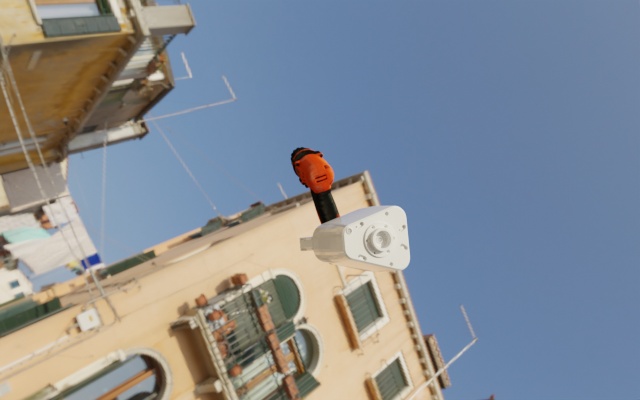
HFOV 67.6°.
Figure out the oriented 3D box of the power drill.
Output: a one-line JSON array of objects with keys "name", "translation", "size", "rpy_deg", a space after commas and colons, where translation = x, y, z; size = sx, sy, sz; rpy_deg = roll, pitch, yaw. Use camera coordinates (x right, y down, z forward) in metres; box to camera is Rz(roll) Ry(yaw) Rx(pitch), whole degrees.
[{"name": "power drill", "translation": [0.000, 0.003, 0.824], "size": [0.057, 0.188, 0.184], "rpy_deg": [-21, 19, -4]}]
